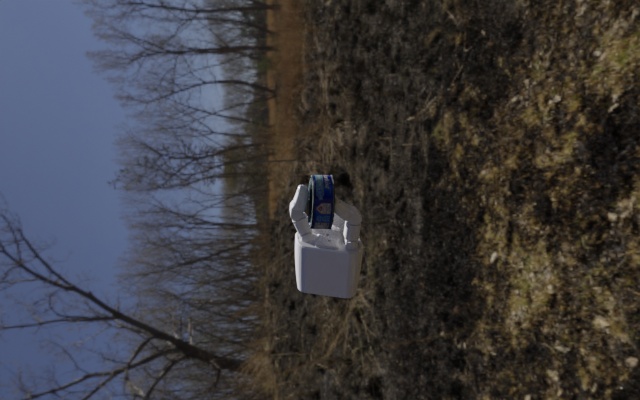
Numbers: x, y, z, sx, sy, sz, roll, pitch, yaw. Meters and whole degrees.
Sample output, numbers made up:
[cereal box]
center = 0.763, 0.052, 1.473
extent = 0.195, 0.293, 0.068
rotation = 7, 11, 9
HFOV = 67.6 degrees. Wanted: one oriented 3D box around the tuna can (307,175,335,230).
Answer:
[tuna can]
center = 0.000, 0.002, 0.743
extent = 0.034, 0.086, 0.086
rotation = 2, 0, -7
